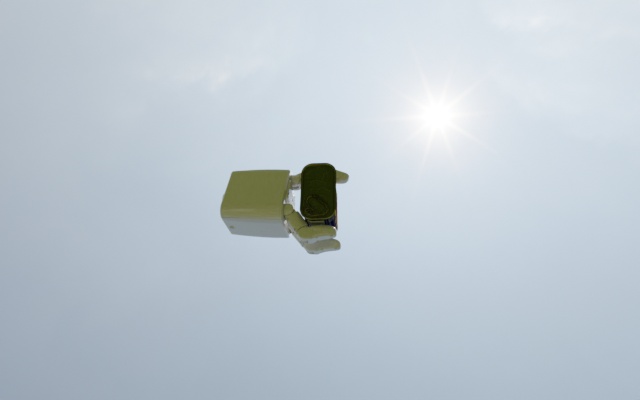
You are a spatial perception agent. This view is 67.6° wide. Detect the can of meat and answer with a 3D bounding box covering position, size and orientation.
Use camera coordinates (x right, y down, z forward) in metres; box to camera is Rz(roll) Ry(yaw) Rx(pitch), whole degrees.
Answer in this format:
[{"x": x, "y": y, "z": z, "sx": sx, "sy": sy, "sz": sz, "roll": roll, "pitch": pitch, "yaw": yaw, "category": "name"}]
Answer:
[{"x": 0.000, "y": 0.003, "z": 0.791, "sx": 0.057, "sy": 0.102, "sz": 0.084, "roll": -2, "pitch": -28, "yaw": 5, "category": "can of meat"}]
